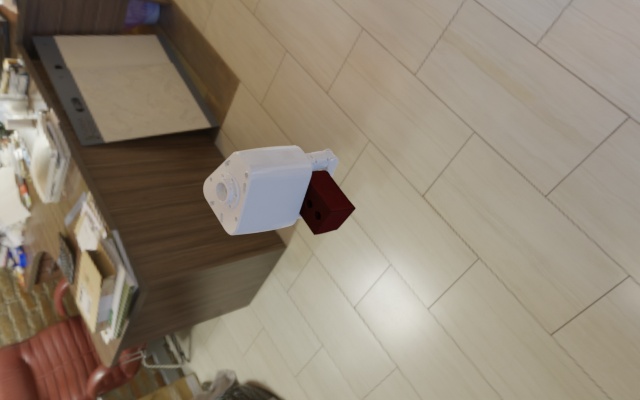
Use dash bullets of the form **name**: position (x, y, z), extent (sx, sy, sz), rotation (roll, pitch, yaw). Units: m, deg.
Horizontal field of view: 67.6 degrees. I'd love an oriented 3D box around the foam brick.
- **foam brick**: position (0.000, 0.002, 0.686), extent (0.051, 0.078, 0.053), rotation (-10, -35, -46)
